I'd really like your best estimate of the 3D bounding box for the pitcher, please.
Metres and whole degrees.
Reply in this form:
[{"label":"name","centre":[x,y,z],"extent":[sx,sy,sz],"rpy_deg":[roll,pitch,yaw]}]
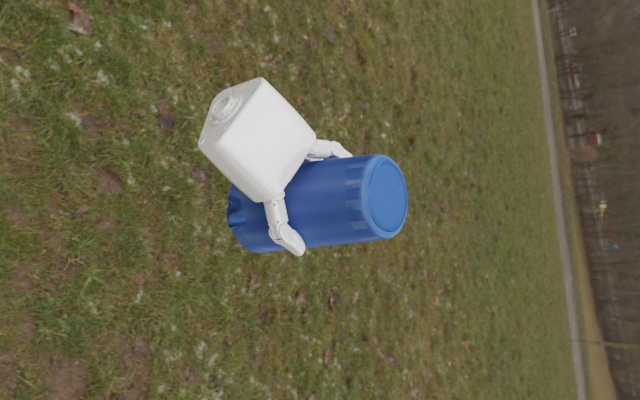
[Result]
[{"label":"pitcher","centre":[0.000,0.002,0.678],"extent":[0.243,0.149,0.145],"rpy_deg":[-6,-40,39]}]
